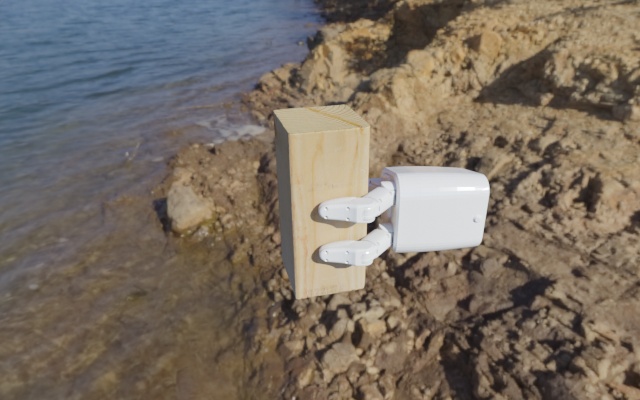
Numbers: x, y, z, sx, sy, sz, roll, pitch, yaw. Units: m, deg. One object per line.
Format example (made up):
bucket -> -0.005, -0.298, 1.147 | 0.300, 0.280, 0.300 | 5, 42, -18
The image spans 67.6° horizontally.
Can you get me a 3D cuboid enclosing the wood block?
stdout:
wood block -> 0.000, 0.002, 0.565 | 0.090, 0.206, 0.090 | -7, 27, -12
